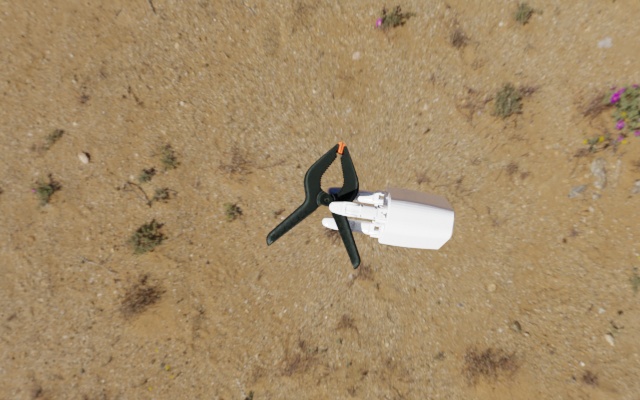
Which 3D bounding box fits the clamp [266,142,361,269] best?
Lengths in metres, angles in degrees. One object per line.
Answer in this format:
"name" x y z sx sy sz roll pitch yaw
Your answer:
"clamp" 0.000 0.002 0.812 0.164 0.210 0.036 8 0 0
